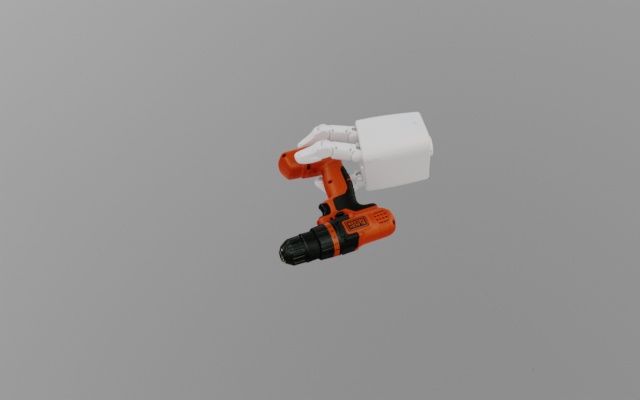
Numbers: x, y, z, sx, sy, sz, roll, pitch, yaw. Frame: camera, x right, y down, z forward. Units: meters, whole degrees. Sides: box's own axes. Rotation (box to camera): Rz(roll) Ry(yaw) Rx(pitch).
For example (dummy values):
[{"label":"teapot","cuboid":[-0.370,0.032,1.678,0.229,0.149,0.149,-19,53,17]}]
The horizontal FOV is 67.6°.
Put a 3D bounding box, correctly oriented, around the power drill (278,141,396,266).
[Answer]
[{"label":"power drill","cuboid":[0.000,0.002,0.742,0.184,0.187,0.057,-15,-30,-19]}]
